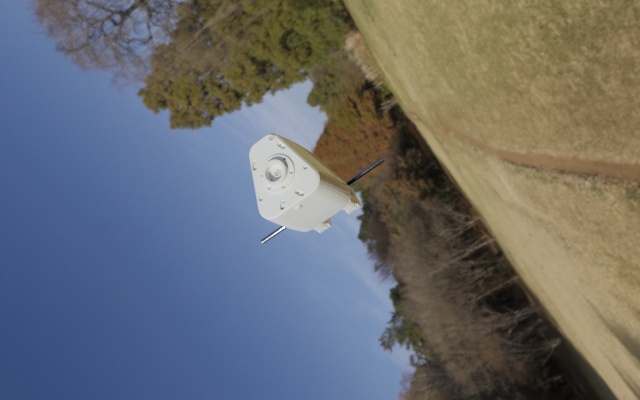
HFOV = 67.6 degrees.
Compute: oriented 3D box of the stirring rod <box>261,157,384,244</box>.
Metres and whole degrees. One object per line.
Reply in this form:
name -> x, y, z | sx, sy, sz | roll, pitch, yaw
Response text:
stirring rod -> 0.000, 0.002, 0.762 | 0.239, 0.011, 0.011 | -34, -10, 14
